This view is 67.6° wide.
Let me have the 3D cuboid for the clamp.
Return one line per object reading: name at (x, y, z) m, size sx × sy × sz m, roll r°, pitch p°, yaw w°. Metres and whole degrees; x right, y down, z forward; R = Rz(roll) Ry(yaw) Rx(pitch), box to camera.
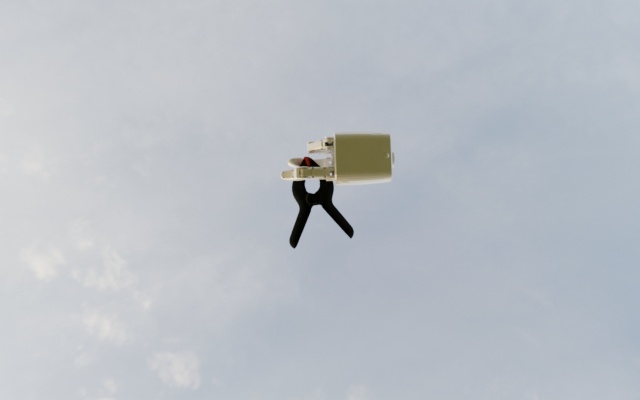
clamp at (0.000, 0.003, 0.891) m, size 0.120 × 0.171 × 0.039 m, roll -1°, pitch -4°, yaw -1°
